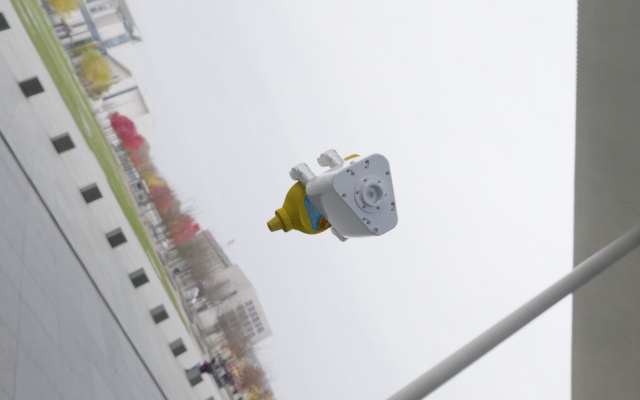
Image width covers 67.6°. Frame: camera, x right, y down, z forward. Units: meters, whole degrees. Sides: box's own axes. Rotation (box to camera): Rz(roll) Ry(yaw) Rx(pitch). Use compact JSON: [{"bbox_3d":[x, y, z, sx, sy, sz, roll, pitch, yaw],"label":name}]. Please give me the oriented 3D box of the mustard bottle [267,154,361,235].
[{"bbox_3d":[0.000,0.002,0.786,0.191,0.096,0.058,-27,30,-18],"label":"mustard bottle"}]
